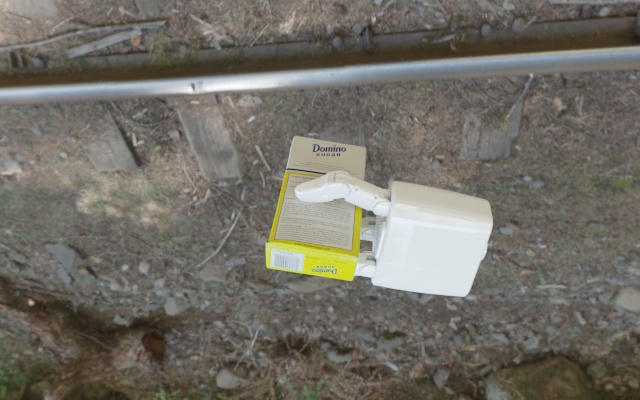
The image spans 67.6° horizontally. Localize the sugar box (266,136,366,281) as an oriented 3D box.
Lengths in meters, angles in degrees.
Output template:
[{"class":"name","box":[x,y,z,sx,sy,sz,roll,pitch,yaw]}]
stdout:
[{"class":"sugar box","box":[0.000,0.002,0.537,0.093,0.048,0.176,10,43,0]}]
